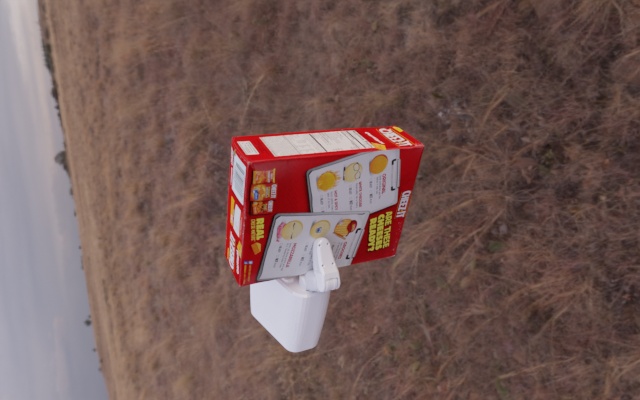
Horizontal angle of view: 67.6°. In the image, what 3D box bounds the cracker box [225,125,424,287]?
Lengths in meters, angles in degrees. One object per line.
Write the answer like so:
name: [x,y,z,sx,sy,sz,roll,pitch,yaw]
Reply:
cracker box: [0.000,0.002,0.564,0.213,0.164,0.072,-8,36,-26]
